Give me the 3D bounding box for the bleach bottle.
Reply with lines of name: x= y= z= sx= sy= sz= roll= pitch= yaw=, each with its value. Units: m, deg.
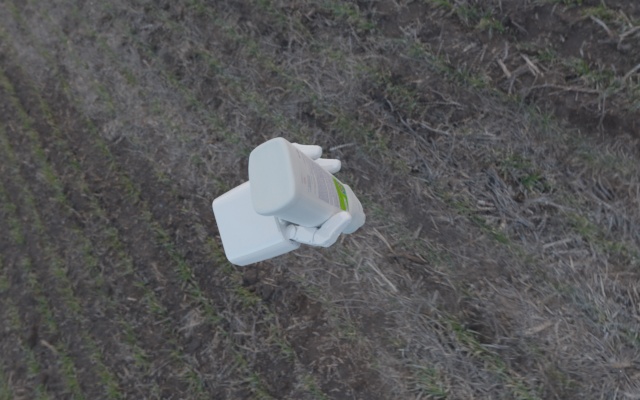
bleach bottle: x=0.000 y=0.002 z=0.689 sx=0.068 sy=0.102 sz=0.251 roll=-22 pitch=-27 yaw=24
